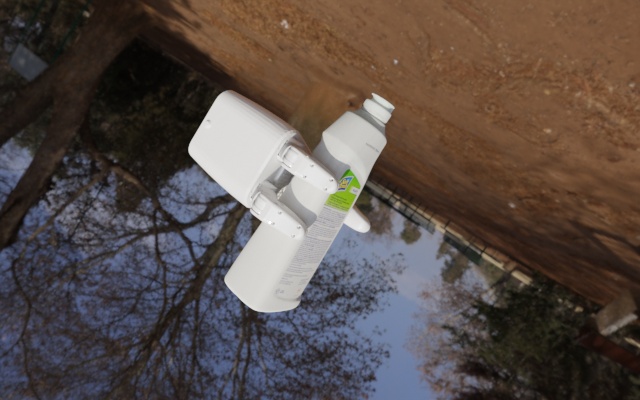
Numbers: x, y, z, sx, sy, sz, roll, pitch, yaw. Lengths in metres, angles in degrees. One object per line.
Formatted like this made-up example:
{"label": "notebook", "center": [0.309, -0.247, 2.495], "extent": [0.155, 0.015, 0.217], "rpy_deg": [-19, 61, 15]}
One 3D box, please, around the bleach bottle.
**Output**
{"label": "bleach bottle", "center": [0.000, 0.002, 0.516], "extent": [0.068, 0.251, 0.102], "rpy_deg": [37, 9, 24]}
